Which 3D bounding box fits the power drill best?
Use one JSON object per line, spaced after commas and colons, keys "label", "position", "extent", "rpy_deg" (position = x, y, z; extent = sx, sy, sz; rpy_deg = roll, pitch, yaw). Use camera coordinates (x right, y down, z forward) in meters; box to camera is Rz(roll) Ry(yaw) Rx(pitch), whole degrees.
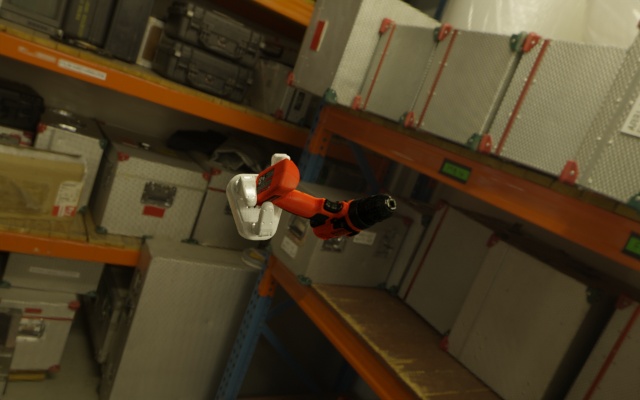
{"label": "power drill", "position": [0.000, 0.002, 0.755], "extent": [0.188, 0.057, 0.184], "rpy_deg": [27, -32, -29]}
